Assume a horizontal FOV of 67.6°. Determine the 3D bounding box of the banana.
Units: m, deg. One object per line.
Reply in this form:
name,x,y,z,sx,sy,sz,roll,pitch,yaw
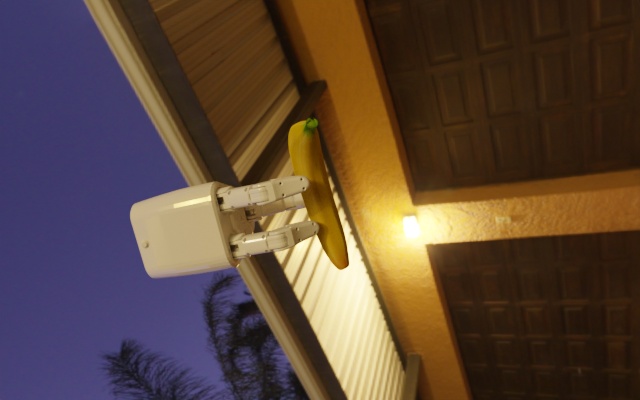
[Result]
banana,-0.004,-0.010,0.540,0.037,0.198,0.069,-17,32,-2
